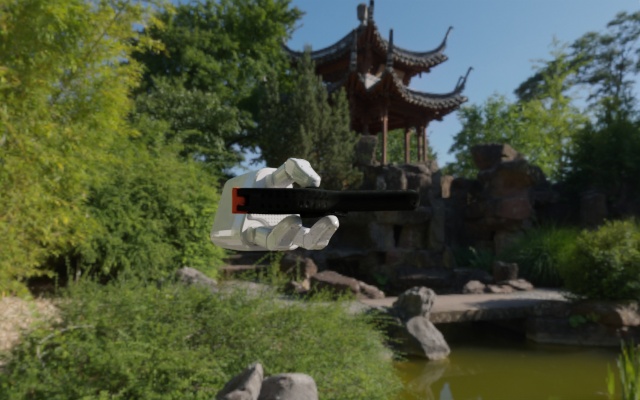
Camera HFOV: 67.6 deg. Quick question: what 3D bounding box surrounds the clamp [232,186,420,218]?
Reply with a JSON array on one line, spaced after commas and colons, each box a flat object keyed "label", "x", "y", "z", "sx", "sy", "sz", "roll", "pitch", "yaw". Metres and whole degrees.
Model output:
[{"label": "clamp", "x": -0.001, "y": 0.001, "z": 0.568, "sx": 0.210, "sy": 0.036, "sz": 0.164, "roll": 3, "pitch": -7, "yaw": -37}]
